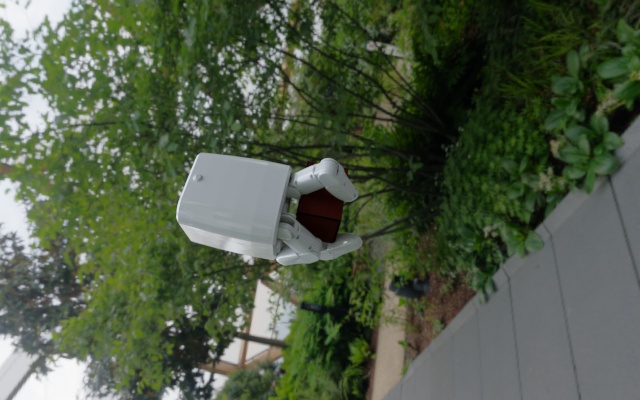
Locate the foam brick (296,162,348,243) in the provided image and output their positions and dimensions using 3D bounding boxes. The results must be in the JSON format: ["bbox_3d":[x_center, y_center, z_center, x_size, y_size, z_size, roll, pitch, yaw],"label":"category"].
[{"bbox_3d":[0.000,0.002,0.561,0.051,0.078,0.053,11,-37,-1],"label":"foam brick"}]
